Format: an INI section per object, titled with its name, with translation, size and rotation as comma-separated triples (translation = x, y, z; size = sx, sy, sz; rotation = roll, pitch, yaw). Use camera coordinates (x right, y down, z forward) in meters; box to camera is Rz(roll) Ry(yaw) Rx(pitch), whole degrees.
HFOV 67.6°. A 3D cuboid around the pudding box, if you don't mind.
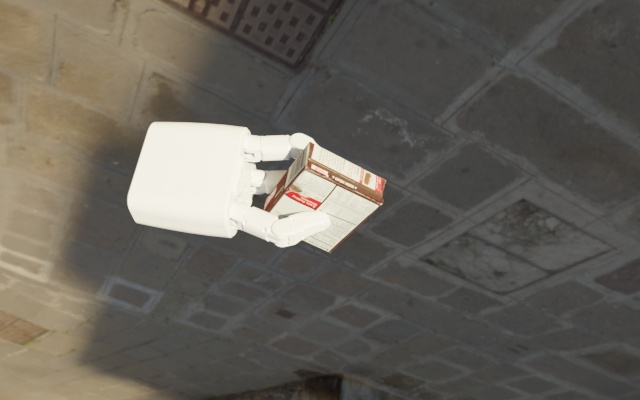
[pudding box]
translation = 0.000, 0.002, 0.500
size = 0.090, 0.039, 0.113
rotation = 25, -40, -16
